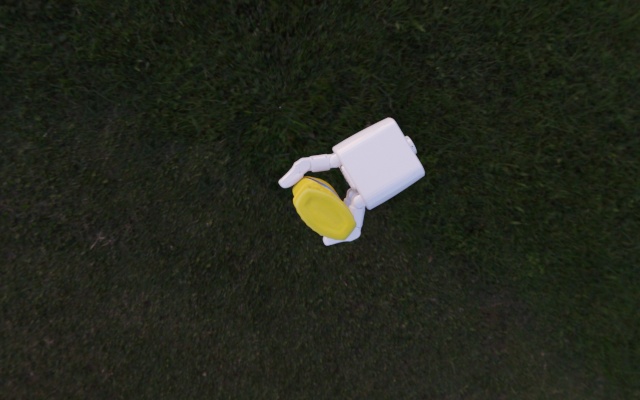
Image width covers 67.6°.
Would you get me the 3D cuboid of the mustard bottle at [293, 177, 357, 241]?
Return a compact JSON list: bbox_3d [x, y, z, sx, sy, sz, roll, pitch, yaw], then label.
[{"bbox_3d":[0.000,0.003,0.764,0.096,0.058,0.191,35,6,-10],"label":"mustard bottle"}]
